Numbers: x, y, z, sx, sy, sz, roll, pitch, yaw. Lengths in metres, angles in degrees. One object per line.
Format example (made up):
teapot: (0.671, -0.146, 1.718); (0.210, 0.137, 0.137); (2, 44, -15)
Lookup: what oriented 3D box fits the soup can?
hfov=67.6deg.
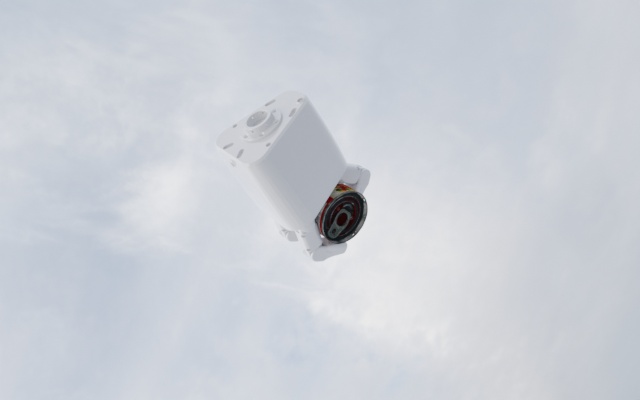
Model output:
soup can: (0.000, 0.002, 0.595); (0.068, 0.068, 0.102); (0, 22, -40)
